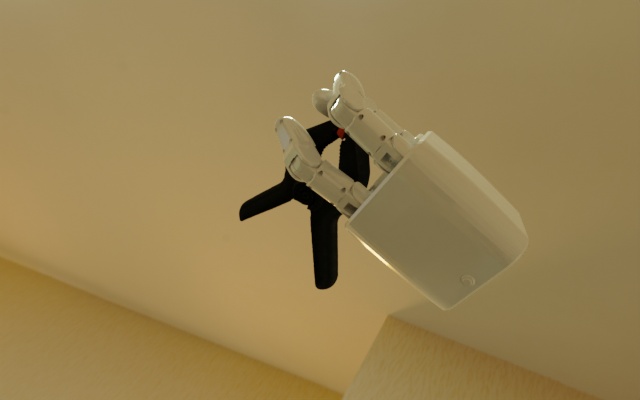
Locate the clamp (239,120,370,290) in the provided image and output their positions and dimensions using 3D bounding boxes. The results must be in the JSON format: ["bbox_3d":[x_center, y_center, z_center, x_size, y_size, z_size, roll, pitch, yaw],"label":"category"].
[{"bbox_3d":[0.000,0.001,0.430,0.171,0.120,0.039,-51,-6,38],"label":"clamp"}]
